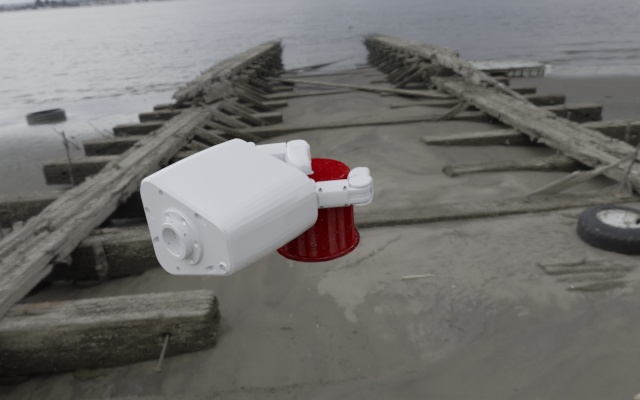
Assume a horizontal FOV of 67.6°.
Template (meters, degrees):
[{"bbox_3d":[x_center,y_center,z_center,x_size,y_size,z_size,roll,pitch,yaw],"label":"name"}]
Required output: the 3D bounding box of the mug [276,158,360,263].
[{"bbox_3d":[0.001,0.001,0.507,0.093,0.081,0.117,12,29,33],"label":"mug"}]
